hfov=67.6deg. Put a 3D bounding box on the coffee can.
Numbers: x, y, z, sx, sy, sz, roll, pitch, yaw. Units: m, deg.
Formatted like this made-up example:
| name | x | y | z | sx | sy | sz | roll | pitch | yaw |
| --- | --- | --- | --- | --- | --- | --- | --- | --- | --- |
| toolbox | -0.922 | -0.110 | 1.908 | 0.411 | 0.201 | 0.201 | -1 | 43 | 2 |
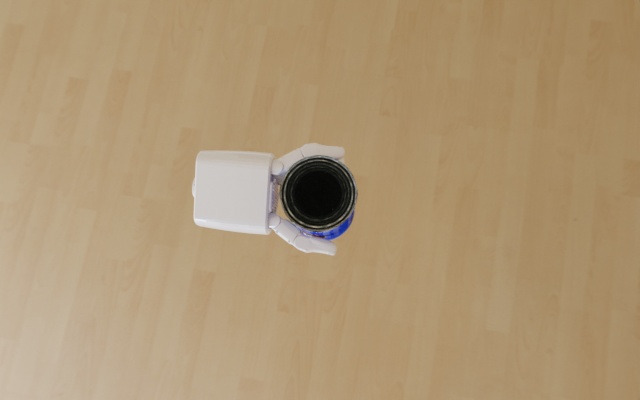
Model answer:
| name | x | y | z | sx | sy | sz | roll | pitch | yaw |
| --- | --- | --- | --- | --- | --- | --- | --- | --- | --- |
| coffee can | 0.000 | 0.002 | 0.687 | 0.103 | 0.103 | 0.140 | 0 | -10 | 2 |
